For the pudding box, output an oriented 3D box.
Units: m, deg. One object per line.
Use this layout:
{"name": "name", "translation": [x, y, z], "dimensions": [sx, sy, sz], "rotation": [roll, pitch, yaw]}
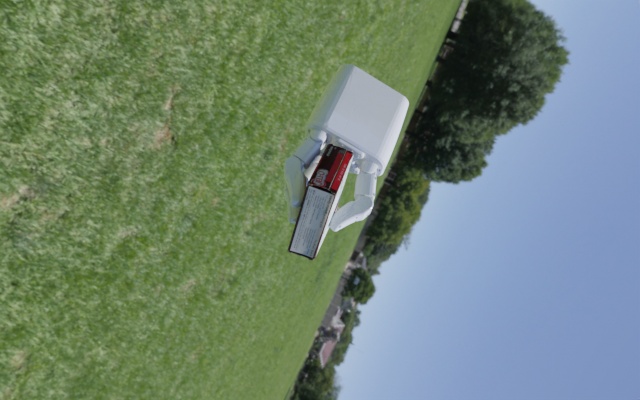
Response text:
{"name": "pudding box", "translation": [0.000, 0.002, 0.573], "dimensions": [0.039, 0.114, 0.090], "rotation": [20, 40, 5]}
